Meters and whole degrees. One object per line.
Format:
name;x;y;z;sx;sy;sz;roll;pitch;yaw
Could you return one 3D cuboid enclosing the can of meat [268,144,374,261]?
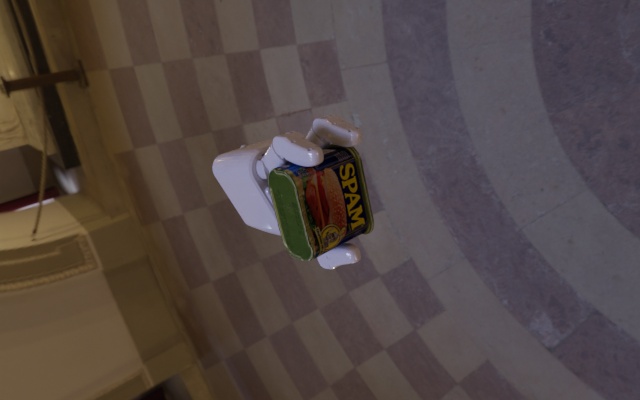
can of meat;0.000;0.002;0.490;0.084;0.102;0.057;-24;20;-33
